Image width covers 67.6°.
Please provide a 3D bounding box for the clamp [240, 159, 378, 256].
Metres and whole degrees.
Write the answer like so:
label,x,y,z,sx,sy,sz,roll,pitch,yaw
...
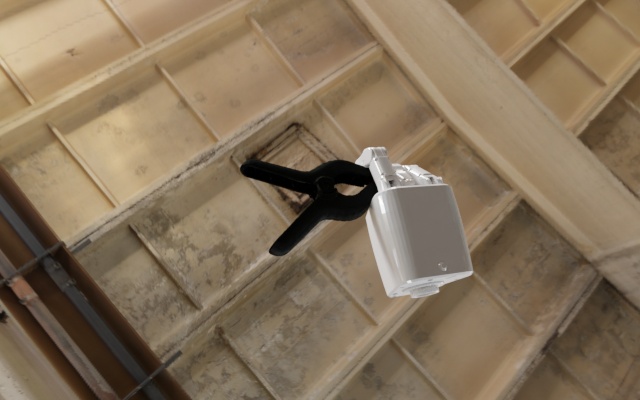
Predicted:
label,x,y,z,sx,sy,sz,roll,pitch,yaw
clamp,0.000,0.002,0.548,0.171,0.120,0.039,-5,-23,-16
